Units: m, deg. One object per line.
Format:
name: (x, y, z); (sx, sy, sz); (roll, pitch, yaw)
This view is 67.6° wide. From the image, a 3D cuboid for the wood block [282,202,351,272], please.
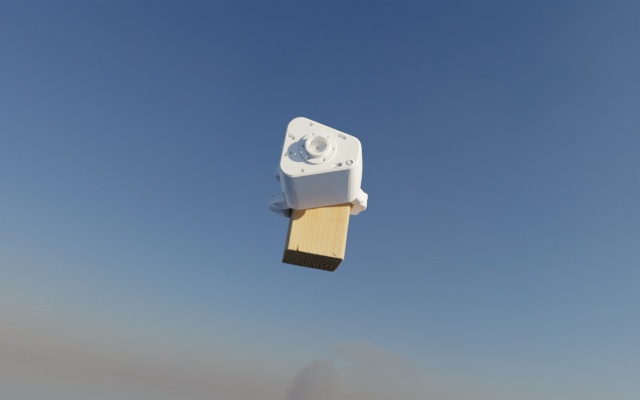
wood block: (0.001, 0.002, 0.792); (0.091, 0.206, 0.090); (11, -23, -4)
